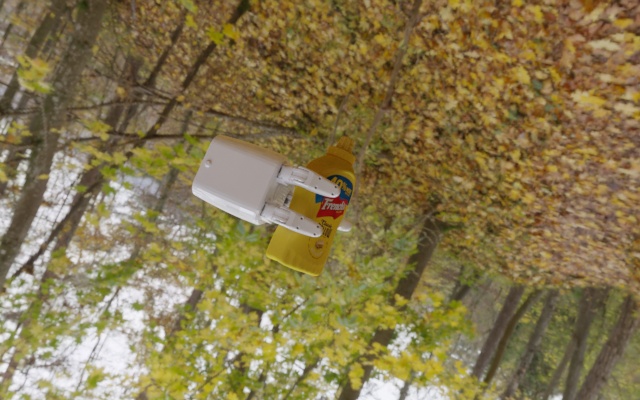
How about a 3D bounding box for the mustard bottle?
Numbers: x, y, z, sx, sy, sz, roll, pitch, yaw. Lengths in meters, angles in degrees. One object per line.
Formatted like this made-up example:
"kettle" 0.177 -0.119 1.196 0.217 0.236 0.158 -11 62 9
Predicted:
"mustard bottle" 0.000 0.002 0.648 0.058 0.191 0.096 19 -7 39
